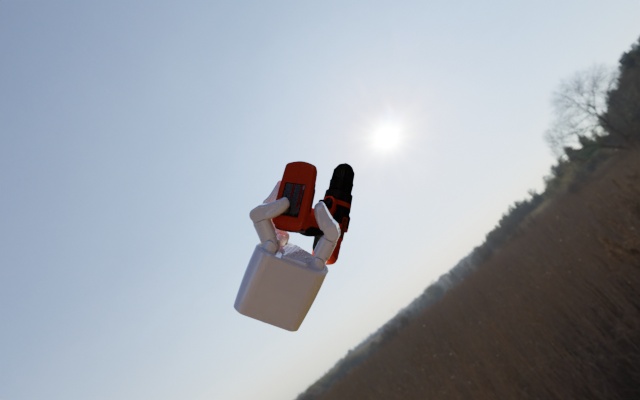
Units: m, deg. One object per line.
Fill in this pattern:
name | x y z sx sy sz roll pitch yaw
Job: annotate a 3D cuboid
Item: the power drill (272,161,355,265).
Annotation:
power drill | 0.000 0.003 0.778 0.057 0.184 0.188 5 -14 27
